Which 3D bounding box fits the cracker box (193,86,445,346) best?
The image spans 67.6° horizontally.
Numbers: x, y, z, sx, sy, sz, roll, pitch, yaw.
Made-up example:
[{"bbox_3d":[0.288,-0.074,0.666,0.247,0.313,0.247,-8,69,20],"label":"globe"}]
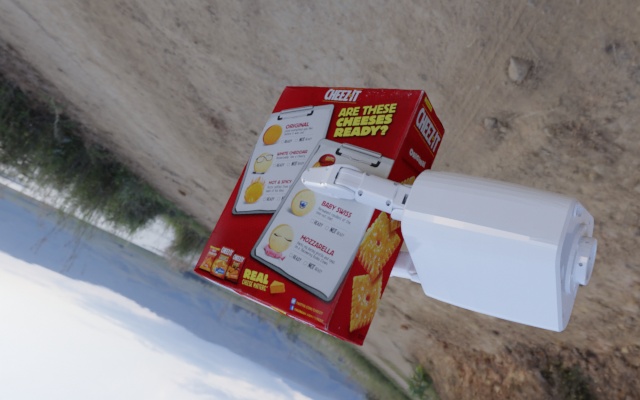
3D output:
[{"bbox_3d":[0.000,0.002,0.445,0.164,0.213,0.072,13,-19,38],"label":"cracker box"}]
